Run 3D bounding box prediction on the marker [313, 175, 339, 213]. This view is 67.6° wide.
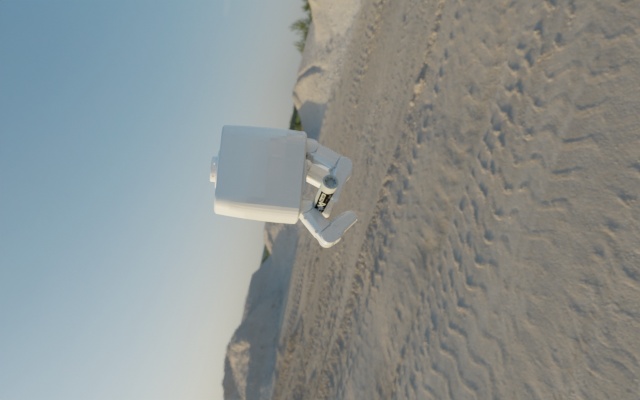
[{"bbox_3d":[0.000,0.002,0.598,0.020,0.020,0.121,0,-23,-12],"label":"marker"}]
